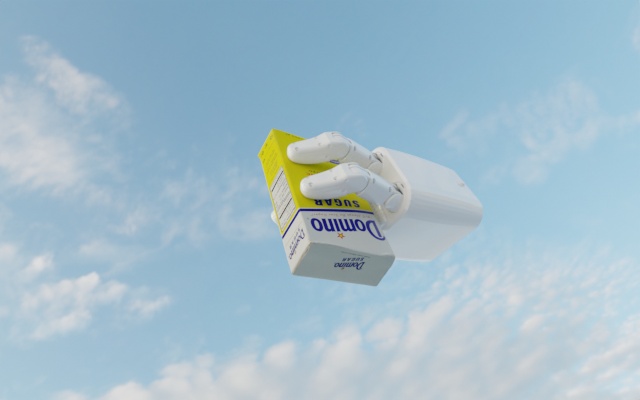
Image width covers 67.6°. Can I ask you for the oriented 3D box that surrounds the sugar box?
[{"bbox_3d":[0.000,0.001,0.475,0.093,0.048,0.176,13,32,-29],"label":"sugar box"}]
